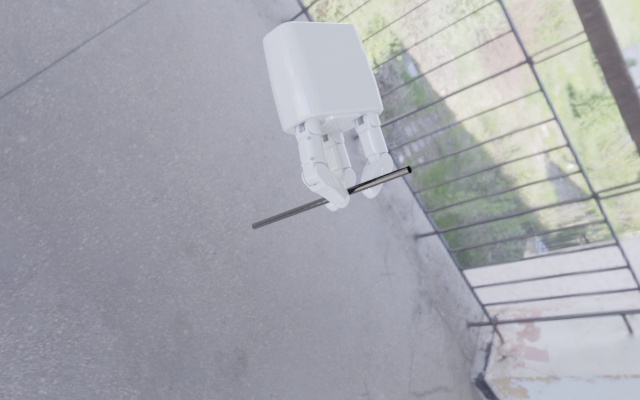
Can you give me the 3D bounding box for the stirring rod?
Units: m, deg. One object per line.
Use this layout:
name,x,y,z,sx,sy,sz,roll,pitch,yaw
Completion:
stirring rod,0.000,0.002,0.538,0.239,0.011,0.011,-20,-14,41
